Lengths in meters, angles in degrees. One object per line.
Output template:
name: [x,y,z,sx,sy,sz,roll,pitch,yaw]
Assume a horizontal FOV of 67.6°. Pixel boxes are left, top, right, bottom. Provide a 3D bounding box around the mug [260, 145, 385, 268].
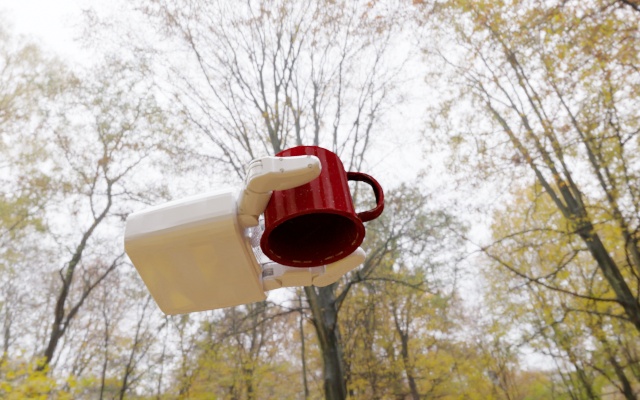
mug: [0.001,0.001,0.440,0.117,0.081,0.093,-12,-37,3]
